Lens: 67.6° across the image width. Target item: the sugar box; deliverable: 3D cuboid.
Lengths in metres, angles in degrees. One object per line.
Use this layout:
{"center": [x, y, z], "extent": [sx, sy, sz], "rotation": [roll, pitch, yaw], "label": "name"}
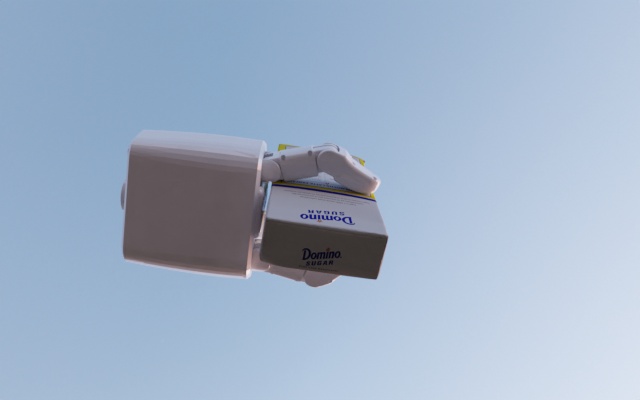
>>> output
{"center": [0.000, 0.002, 0.426], "extent": [0.093, 0.048, 0.176], "rotation": [9, 26, -5], "label": "sugar box"}
